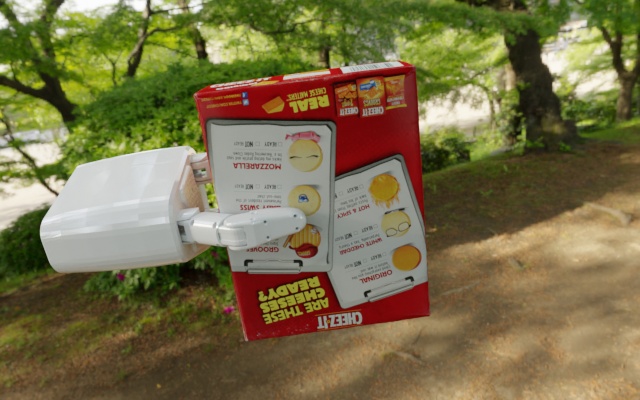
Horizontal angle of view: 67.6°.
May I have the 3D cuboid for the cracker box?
[{"bbox_3d":[0.000,0.001,0.405,0.164,0.214,0.072,-8,20,0],"label":"cracker box"}]
